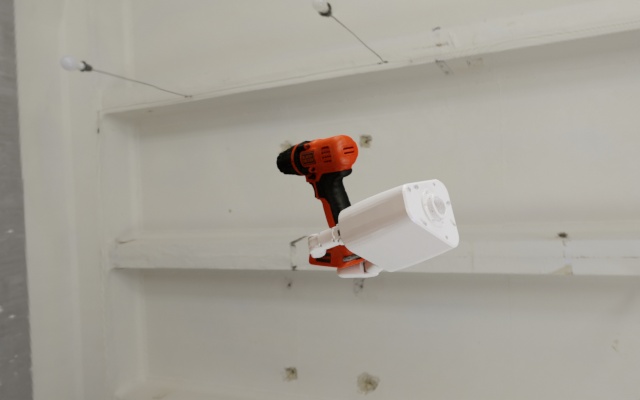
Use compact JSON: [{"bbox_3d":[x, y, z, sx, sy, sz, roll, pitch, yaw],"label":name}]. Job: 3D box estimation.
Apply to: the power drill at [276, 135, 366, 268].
[{"bbox_3d":[0.000,0.003,0.712,0.057,0.187,0.184,-16,7,-31],"label":"power drill"}]
